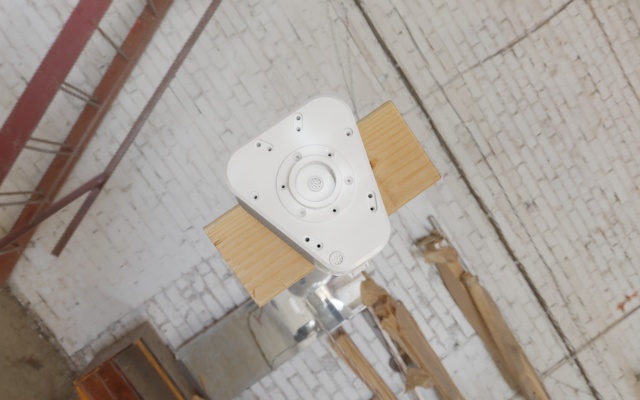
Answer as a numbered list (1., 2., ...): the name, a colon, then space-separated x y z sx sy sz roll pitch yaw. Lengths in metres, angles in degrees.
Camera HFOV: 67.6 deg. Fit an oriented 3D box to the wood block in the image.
1. wood block: 0.000 0.002 0.474 0.206 0.091 0.090 -35 4 -4
